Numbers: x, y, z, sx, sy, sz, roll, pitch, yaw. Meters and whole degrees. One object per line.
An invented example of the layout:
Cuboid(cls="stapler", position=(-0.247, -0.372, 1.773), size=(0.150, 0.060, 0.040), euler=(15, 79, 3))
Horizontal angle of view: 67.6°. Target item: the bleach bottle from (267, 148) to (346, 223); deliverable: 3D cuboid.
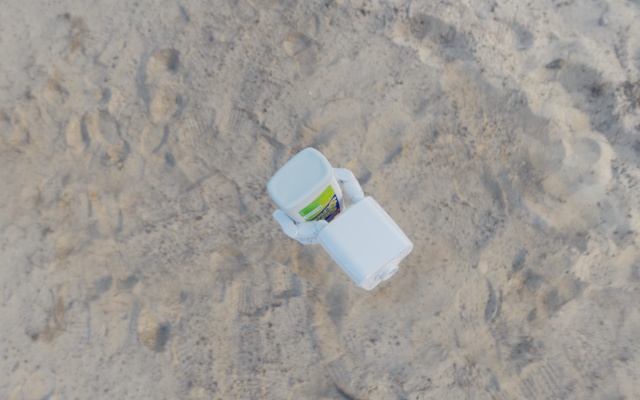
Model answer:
Cuboid(cls="bleach bottle", position=(0.000, 0.003, 0.808), size=(0.102, 0.068, 0.251), euler=(-40, -23, 2))
